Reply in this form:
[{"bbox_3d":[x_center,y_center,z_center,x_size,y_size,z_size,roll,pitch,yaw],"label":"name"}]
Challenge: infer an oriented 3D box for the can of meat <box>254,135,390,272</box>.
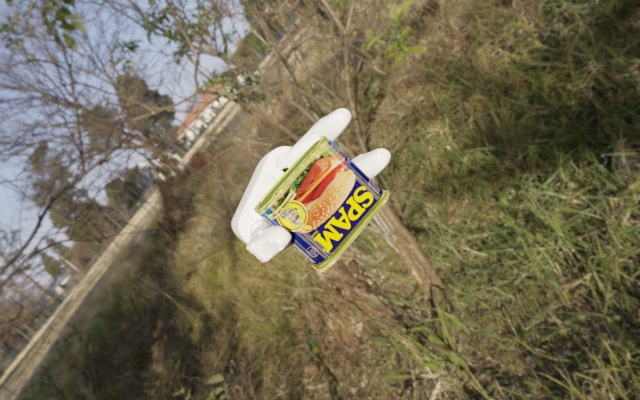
[{"bbox_3d":[0.000,0.001,0.456,0.084,0.102,0.057,43,-8,-11],"label":"can of meat"}]
